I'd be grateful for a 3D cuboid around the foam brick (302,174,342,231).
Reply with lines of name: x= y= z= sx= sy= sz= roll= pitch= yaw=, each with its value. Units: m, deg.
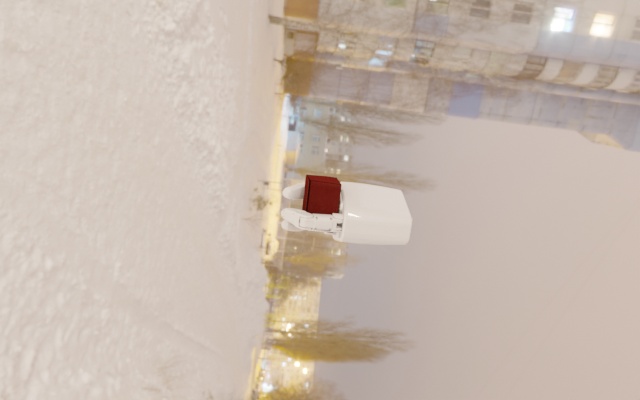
foam brick: x=0.000 y=0.002 z=0.749 sx=0.051 sy=0.078 sz=0.053 roll=5 pitch=14 yaw=-8
